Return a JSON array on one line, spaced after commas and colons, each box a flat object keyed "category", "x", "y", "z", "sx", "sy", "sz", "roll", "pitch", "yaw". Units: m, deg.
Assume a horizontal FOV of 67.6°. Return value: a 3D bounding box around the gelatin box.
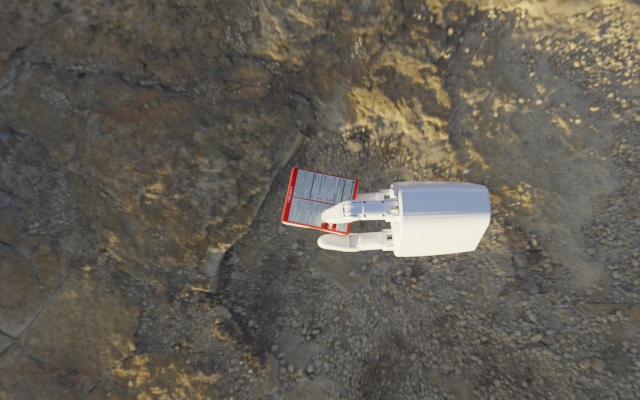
[{"category": "gelatin box", "x": 0.000, "y": 0.002, "z": 0.622, "sx": 0.089, "sy": 0.073, "sz": 0.030, "roll": 11, "pitch": -7, "yaw": 1}]
